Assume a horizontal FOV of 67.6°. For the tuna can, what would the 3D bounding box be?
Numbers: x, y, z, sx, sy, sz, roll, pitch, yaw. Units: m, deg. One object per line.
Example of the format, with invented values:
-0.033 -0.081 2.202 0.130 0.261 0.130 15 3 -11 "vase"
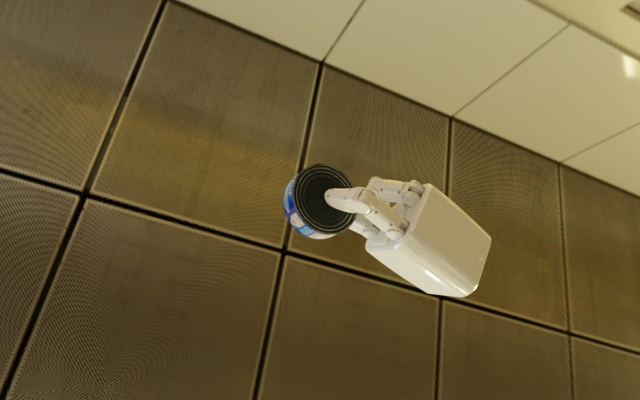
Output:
0.000 0.002 0.563 0.086 0.086 0.034 0 -16 -29 "tuna can"
